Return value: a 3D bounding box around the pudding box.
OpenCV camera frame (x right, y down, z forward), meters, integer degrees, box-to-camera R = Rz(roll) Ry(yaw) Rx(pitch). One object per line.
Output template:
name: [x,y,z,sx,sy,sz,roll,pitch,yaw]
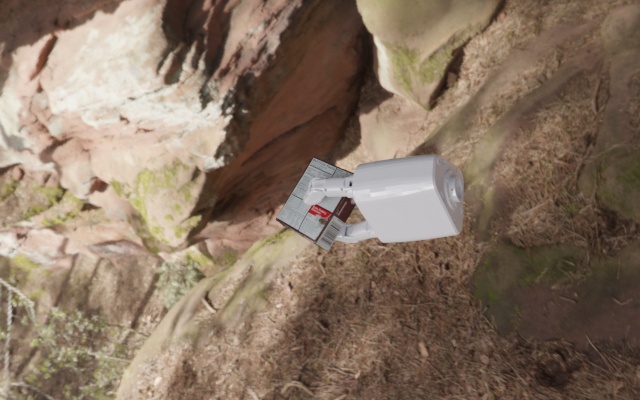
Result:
pudding box: [0.000,0.002,0.682,0.090,0.113,0.039,27,-8,41]
